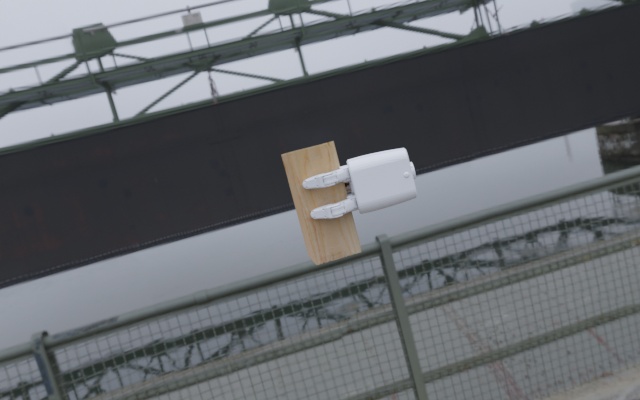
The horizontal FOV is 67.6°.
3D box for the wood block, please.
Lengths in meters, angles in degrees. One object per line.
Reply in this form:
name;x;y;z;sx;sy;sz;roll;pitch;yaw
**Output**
wood block;0.000;0.003;0.885;0.090;0.206;0.091;-16;6;-9
